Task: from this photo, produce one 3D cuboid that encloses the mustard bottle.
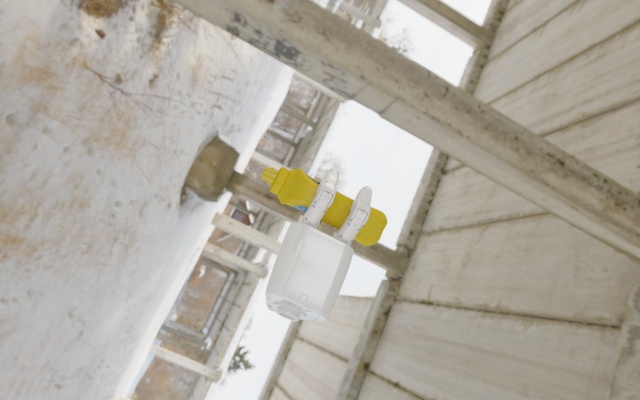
[{"bbox_3d":[0.000,0.002,0.710,0.191,0.058,0.096,27,-2,-11],"label":"mustard bottle"}]
